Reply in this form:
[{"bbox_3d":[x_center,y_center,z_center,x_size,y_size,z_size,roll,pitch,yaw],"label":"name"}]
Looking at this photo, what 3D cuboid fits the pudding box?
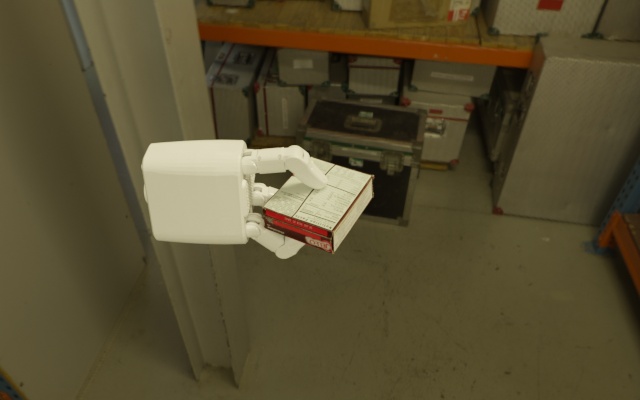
[{"bbox_3d":[0.000,0.002,0.553,0.090,0.039,0.113,19,46,21],"label":"pudding box"}]
